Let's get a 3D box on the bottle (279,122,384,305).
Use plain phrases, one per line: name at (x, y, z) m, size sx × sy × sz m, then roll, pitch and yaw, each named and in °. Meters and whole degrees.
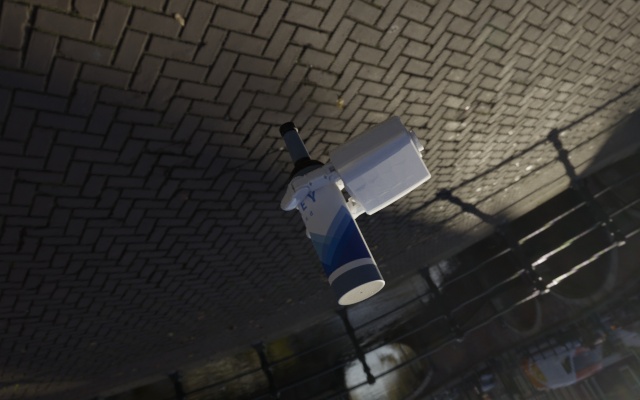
bottle at (0.000, 0.003, 0.689) m, size 0.069 × 0.295 × 0.069 m, roll -19°, pitch -29°, yaw -11°
